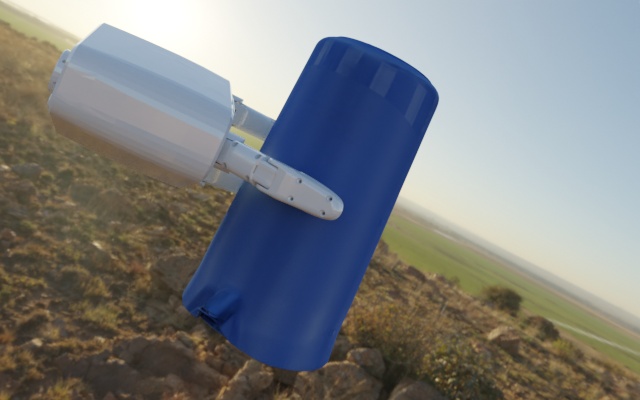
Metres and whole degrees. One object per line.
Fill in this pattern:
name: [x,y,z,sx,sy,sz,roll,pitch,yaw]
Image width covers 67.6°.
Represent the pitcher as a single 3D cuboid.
pitcher: [0.000,0.001,0.400,0.145,0.243,0.149,24,6,-21]
